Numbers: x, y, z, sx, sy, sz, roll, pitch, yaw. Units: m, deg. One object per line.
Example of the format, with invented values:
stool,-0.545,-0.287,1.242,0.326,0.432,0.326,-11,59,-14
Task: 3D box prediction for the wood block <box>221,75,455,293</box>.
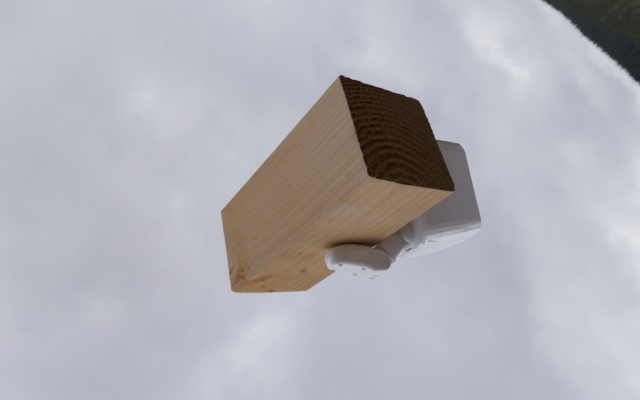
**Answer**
wood block,0.000,0.002,0.417,0.090,0.090,0.206,7,-34,-36
